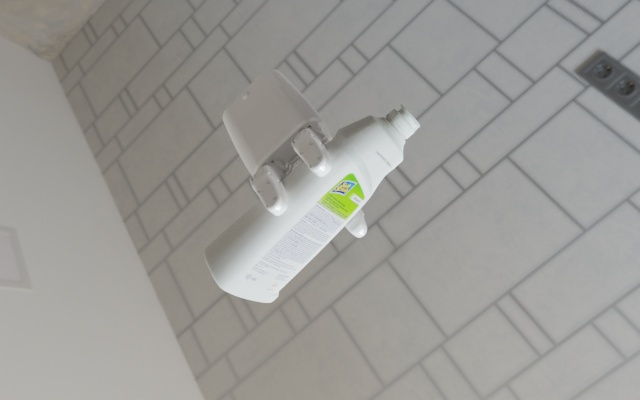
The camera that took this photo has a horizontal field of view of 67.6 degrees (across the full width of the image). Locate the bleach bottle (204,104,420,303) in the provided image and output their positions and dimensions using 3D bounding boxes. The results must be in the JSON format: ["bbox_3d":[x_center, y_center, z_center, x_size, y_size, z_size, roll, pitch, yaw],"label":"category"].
[{"bbox_3d":[0.000,0.002,0.495,0.251,0.068,0.102,-42,-33,11],"label":"bleach bottle"}]
